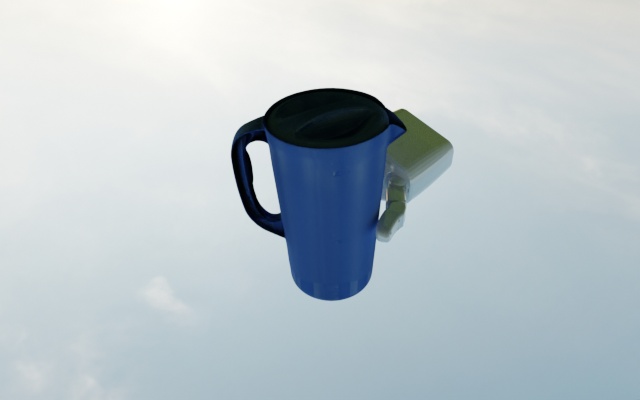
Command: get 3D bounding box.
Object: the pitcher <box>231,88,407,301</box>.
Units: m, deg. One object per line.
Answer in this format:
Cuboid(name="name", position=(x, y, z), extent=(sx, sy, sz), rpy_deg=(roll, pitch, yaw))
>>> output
Cuboid(name="pitcher", position=(0.000, 0.002, 0.563), extent=(0.149, 0.243, 0.145), rpy_deg=(28, 47, 33))
